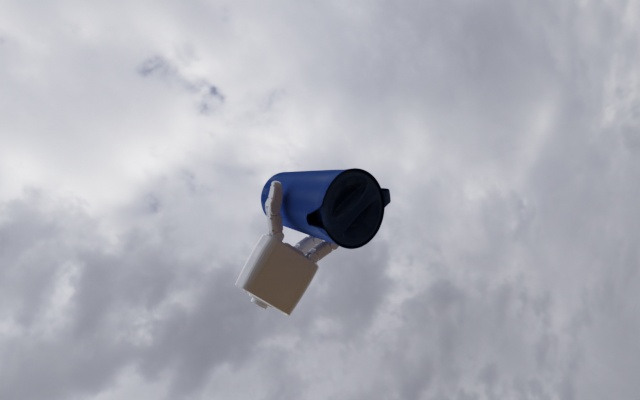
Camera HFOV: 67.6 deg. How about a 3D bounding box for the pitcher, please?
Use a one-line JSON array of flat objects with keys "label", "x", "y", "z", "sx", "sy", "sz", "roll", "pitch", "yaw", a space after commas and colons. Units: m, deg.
[{"label": "pitcher", "x": 0.000, "y": 0.003, "z": 0.879, "sx": 0.149, "sy": 0.145, "sz": 0.243, "roll": 37, "pitch": -16, "yaw": -32}]
